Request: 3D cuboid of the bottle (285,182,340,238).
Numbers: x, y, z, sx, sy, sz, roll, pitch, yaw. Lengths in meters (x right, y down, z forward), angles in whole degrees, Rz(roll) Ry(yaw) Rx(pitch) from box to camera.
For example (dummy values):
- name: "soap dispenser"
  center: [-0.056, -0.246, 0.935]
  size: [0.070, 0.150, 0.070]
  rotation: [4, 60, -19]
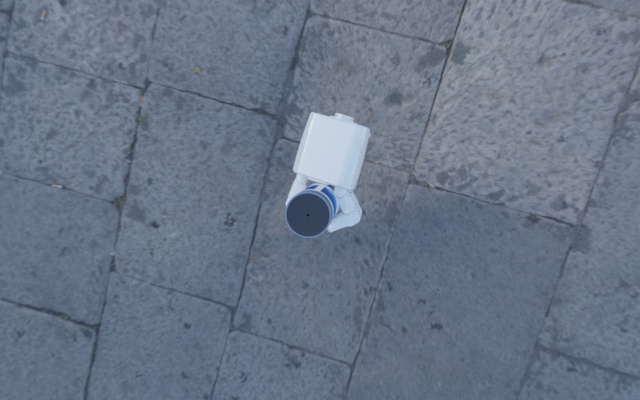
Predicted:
- name: "bottle"
  center: [0.000, 0.003, 0.815]
  size: [0.069, 0.069, 0.295]
  rotation: [0, 7, 7]
